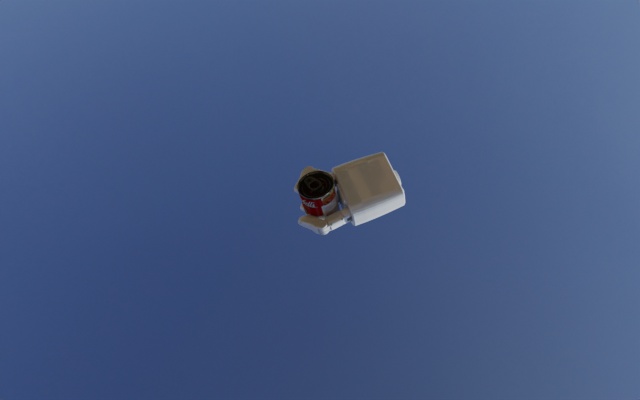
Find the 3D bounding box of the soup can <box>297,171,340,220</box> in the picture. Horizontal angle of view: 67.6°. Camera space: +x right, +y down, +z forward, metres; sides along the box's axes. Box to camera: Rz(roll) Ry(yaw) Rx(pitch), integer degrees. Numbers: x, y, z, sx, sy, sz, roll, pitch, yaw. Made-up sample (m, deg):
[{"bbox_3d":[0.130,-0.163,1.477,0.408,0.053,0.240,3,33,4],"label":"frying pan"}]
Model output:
[{"bbox_3d":[0.000,0.003,0.896,0.068,0.068,0.102,0,-40,13],"label":"soup can"}]
